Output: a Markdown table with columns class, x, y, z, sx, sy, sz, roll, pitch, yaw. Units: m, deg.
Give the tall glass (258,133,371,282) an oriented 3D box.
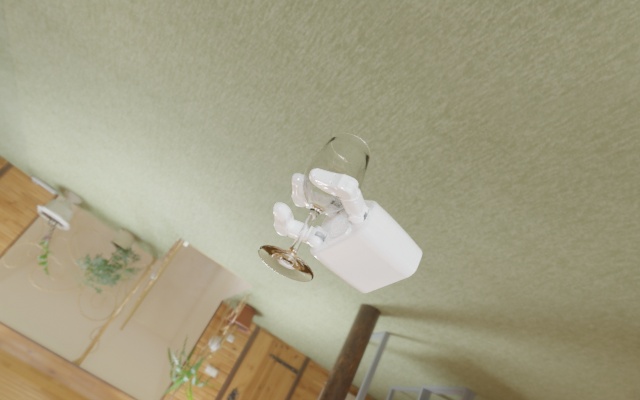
| class | x | y | z | sx | sy | sz | roll | pitch | yaw |
| --- | --- | --- | --- | --- | --- | --- | --- | --- | --- |
| tall glass | 0.000 | 0.002 | 0.621 | 0.079 | 0.201 | 0.079 | 21 | -31 | 13 |
